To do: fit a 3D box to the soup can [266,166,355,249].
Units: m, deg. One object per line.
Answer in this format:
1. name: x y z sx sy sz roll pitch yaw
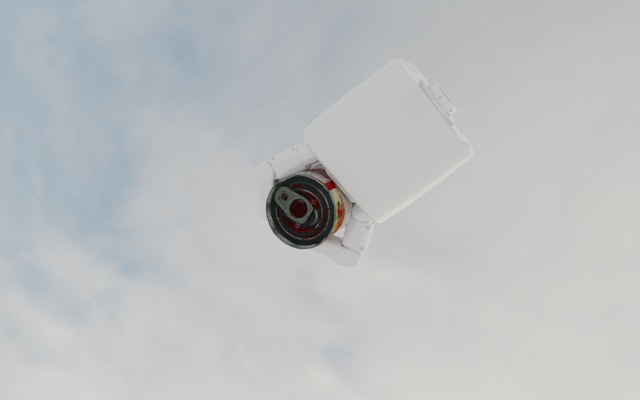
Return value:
1. soup can: 0.000 0.002 0.466 0.068 0.068 0.102 0 10 22
